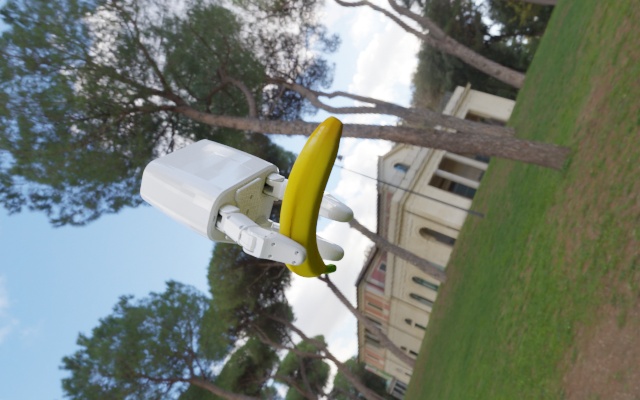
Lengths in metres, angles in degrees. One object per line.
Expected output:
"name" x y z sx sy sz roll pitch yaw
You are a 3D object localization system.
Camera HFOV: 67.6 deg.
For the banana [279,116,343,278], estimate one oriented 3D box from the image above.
"banana" -0.011 0.013 0.470 0.037 0.198 0.069 27 45 27
